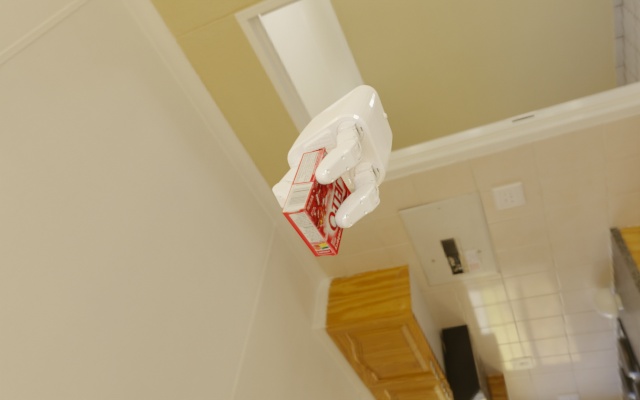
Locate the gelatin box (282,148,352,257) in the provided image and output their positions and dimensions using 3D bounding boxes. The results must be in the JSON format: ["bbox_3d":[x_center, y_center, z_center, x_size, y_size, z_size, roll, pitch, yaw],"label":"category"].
[{"bbox_3d":[0.000,0.002,0.497,0.030,0.089,0.073,-9,-47,28],"label":"gelatin box"}]
